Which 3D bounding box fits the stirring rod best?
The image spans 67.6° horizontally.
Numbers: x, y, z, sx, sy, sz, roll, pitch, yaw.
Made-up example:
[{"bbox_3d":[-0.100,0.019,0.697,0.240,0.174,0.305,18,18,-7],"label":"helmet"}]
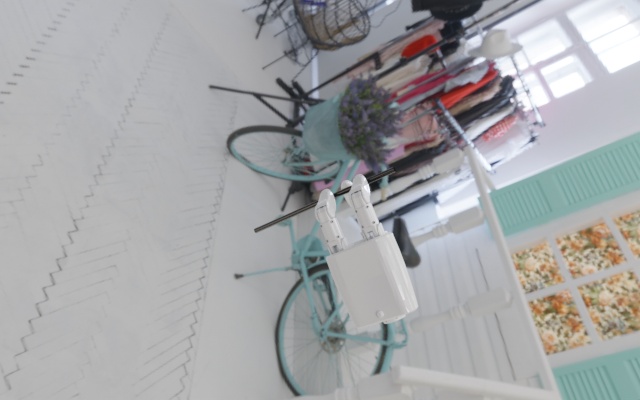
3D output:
[{"bbox_3d":[0.000,0.002,0.704,0.239,0.011,0.011,-24,-10,22],"label":"stirring rod"}]
